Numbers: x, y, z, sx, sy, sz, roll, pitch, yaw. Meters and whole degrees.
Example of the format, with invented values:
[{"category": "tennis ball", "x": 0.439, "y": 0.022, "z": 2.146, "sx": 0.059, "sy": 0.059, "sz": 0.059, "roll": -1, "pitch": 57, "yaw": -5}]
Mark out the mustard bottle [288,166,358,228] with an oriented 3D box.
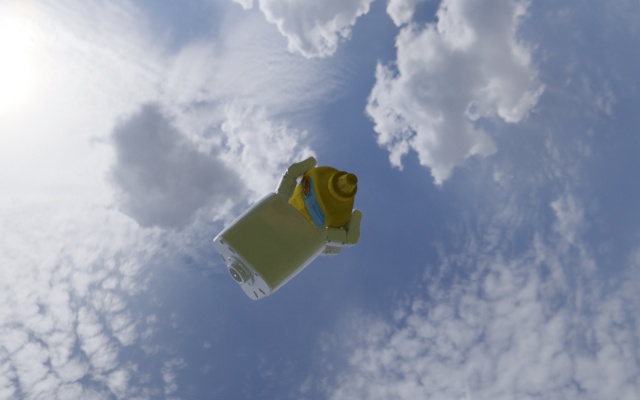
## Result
[{"category": "mustard bottle", "x": 0.000, "y": 0.002, "z": 0.711, "sx": 0.058, "sy": 0.096, "sz": 0.192, "roll": -11, "pitch": -13, "yaw": -30}]
